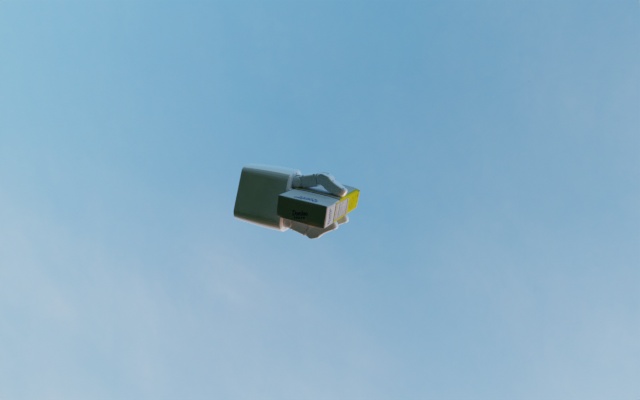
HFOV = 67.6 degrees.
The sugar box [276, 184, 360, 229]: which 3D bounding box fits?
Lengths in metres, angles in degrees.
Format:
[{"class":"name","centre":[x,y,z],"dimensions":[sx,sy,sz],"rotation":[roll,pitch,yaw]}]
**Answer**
[{"class":"sugar box","centre":[0.000,0.003,0.869],"dimensions":[0.093,0.048,0.176],"rotation":[14,18,20]}]
